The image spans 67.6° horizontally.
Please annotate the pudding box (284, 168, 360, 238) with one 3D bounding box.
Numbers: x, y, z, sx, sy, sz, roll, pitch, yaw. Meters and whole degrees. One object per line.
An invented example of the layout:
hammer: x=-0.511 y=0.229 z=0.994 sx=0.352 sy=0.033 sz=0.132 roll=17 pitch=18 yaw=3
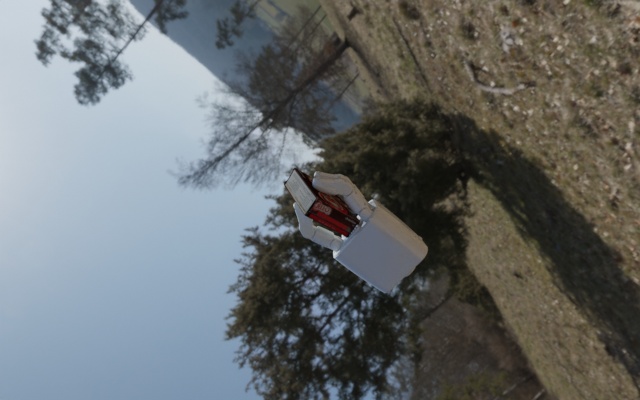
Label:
pudding box: x=0.000 y=0.003 z=0.748 sx=0.090 sy=0.039 sz=0.113 roll=30 pitch=10 yaw=-33
